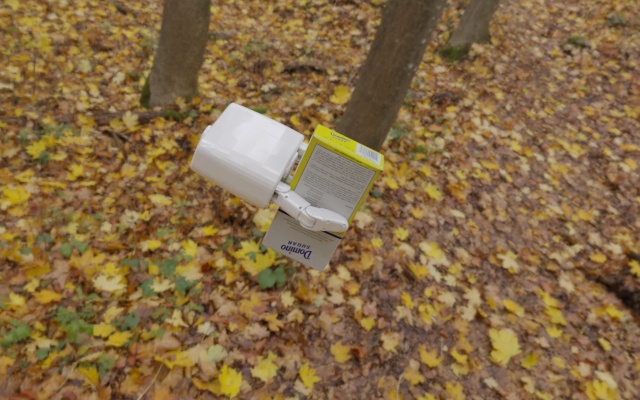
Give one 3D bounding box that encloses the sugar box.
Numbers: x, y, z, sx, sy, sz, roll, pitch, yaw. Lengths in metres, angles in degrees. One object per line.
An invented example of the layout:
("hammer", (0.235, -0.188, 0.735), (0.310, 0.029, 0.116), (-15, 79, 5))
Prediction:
("sugar box", (0.000, 0.002, 0.610), (0.093, 0.176, 0.048), (26, 33, -5))
